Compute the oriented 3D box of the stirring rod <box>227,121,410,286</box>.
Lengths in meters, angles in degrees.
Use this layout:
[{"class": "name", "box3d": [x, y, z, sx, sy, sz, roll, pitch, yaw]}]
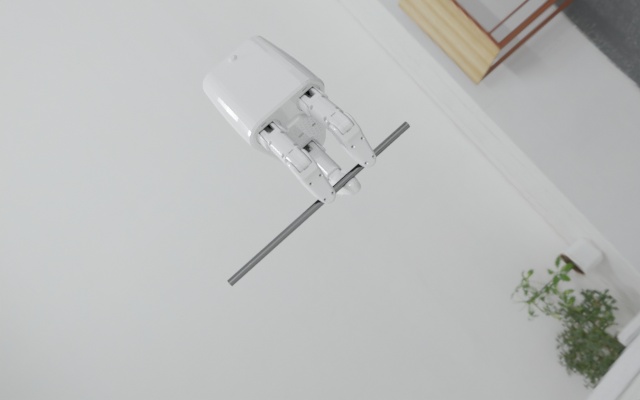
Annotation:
[{"class": "stirring rod", "box3d": [0.000, 0.001, 0.480, 0.239, 0.011, 0.011, -42, 4, -5]}]
